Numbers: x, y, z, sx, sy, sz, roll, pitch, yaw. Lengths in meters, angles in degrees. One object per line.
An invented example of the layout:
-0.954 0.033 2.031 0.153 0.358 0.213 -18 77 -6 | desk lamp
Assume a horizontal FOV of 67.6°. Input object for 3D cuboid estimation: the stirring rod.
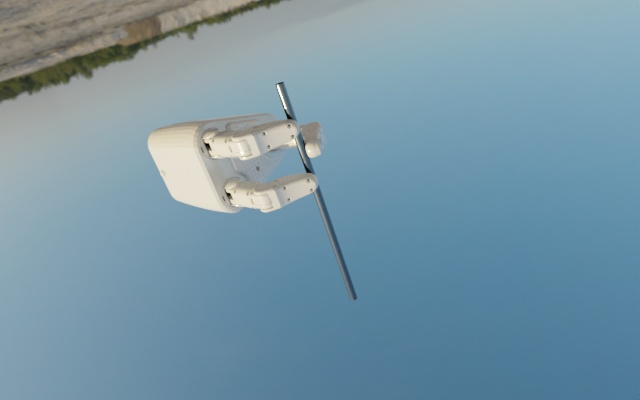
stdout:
0.000 0.001 0.467 0.011 0.240 0.011 -16 24 7 | stirring rod
